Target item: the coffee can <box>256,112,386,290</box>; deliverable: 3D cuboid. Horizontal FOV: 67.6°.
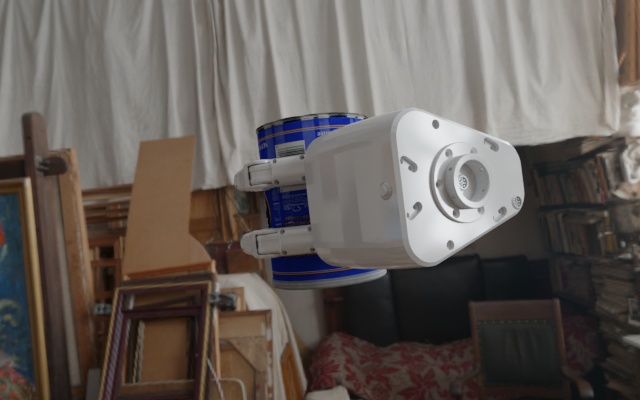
[{"bbox_3d":[0.000,0.002,0.431,0.103,0.140,0.103,-7,-1,0],"label":"coffee can"}]
